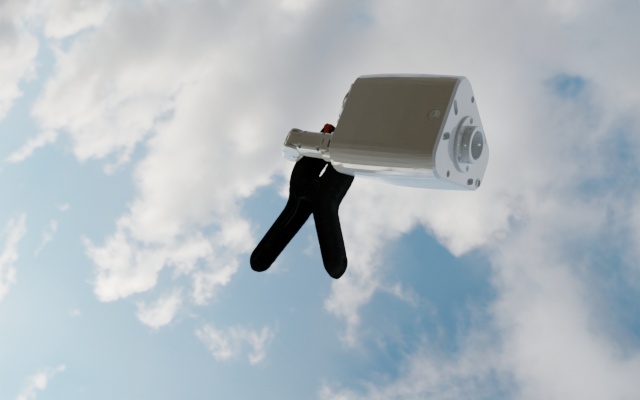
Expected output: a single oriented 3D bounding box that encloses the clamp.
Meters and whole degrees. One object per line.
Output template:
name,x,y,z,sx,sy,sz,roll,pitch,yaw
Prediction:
clamp,0.000,0.002,0.478,0.120,0.171,0.039,11,-17,40
